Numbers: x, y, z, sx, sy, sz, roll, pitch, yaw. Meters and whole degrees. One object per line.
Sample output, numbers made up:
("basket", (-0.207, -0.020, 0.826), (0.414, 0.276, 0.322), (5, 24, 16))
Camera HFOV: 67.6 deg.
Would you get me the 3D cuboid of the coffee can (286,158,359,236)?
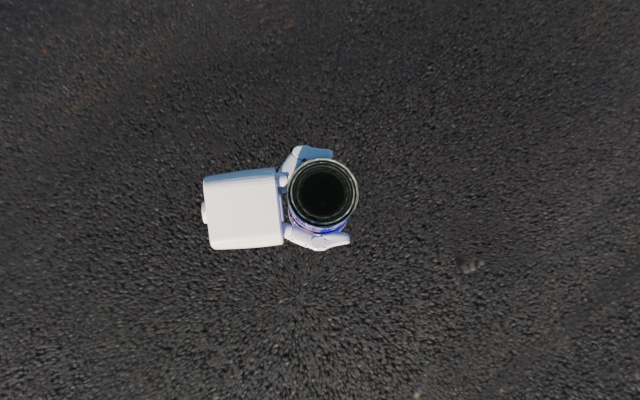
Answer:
("coffee can", (0.000, 0.002, 0.739), (0.103, 0.102, 0.140), (0, -11, -3))
